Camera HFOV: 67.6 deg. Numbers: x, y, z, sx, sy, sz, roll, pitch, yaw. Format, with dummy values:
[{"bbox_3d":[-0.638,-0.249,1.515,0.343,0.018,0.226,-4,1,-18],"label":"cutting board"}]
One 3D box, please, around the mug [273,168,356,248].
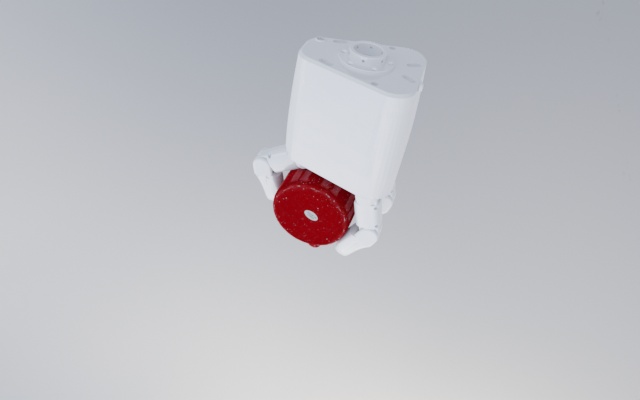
[{"bbox_3d":[0.000,0.003,0.513,0.093,0.117,0.081,17,42,11],"label":"mug"}]
